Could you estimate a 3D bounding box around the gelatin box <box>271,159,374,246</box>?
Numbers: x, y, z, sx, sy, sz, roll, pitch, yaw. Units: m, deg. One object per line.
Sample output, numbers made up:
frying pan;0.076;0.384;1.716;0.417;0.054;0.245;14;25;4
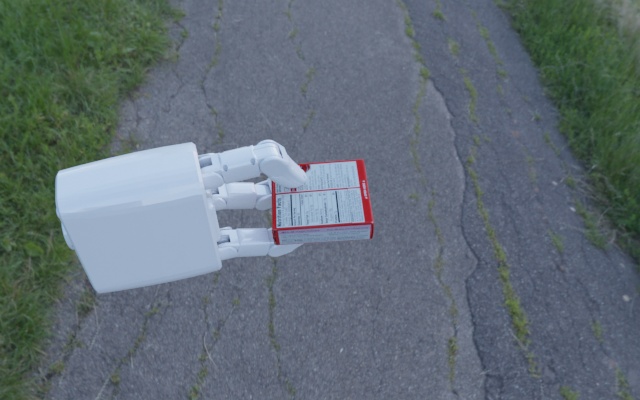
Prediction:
gelatin box;0.000;0.001;0.435;0.089;0.073;0.030;-5;-36;-1
